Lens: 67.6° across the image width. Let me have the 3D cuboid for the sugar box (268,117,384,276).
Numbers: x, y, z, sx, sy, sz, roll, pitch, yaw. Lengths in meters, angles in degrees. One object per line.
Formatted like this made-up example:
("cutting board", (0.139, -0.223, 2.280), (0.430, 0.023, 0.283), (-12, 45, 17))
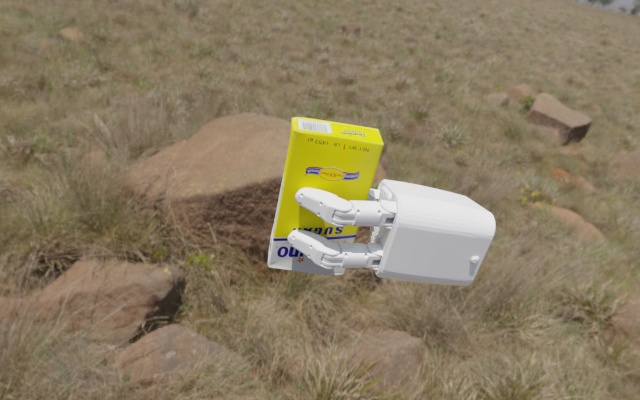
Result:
("sugar box", (0.000, 0.002, 0.522), (0.093, 0.176, 0.048), (8, 29, -8))
